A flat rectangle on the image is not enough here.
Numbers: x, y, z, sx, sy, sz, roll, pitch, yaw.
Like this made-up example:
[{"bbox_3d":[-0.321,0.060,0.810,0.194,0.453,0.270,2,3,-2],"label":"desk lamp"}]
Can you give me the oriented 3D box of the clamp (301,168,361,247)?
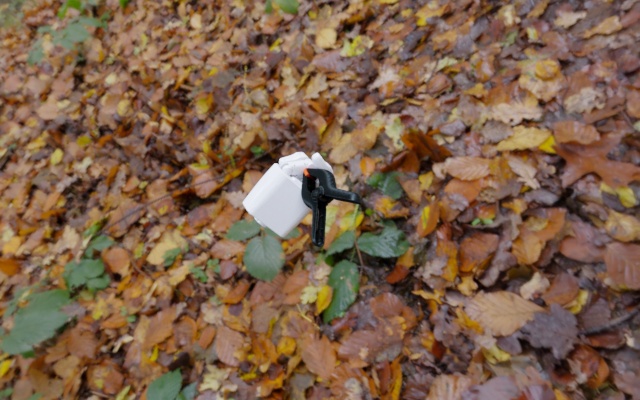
[{"bbox_3d":[0.000,0.002,0.883,0.039,0.120,0.171,34,10,-37],"label":"clamp"}]
